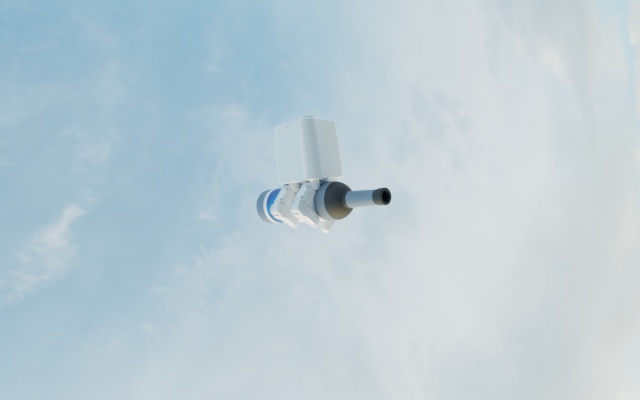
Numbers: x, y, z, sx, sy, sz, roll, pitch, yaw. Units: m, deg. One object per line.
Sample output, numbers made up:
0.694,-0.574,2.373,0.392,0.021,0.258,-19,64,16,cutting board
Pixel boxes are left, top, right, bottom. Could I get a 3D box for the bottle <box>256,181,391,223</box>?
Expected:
0.000,0.003,0.832,0.069,0.069,0.296,0,-4,-43,bottle
